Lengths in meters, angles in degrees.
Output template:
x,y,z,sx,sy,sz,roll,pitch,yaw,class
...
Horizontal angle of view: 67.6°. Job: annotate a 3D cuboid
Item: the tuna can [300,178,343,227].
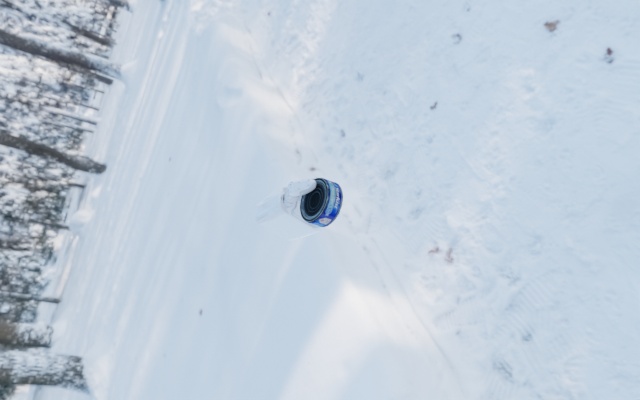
x,y,z,sx,sy,sz,roll,pitch,yaw,class
0.000,0.003,0.861,0.034,0.086,0.086,19,-11,-35,tuna can
